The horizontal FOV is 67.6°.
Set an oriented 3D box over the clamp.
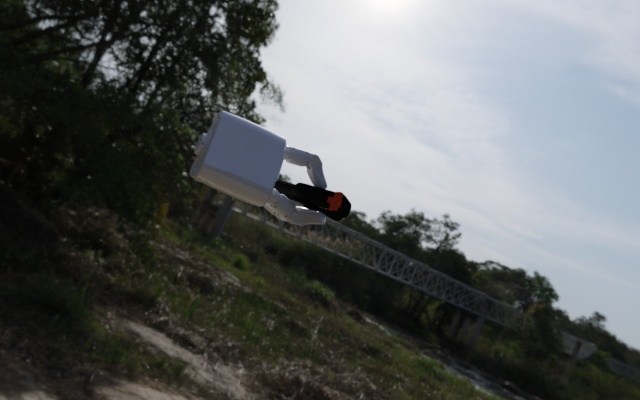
[{"bbox_3d":[0.000,0.002,0.755,0.164,0.036,0.210,23,-5,-23],"label":"clamp"}]
